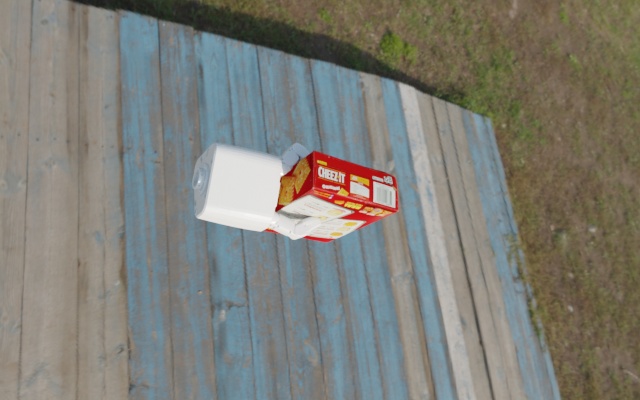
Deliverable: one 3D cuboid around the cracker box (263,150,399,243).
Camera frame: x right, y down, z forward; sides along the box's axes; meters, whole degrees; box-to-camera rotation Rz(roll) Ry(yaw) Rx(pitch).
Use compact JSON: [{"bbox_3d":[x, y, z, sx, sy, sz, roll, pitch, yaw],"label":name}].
[{"bbox_3d":[0.000,0.003,0.808,0.164,0.072,0.214,14,-25,-30],"label":"cracker box"}]
